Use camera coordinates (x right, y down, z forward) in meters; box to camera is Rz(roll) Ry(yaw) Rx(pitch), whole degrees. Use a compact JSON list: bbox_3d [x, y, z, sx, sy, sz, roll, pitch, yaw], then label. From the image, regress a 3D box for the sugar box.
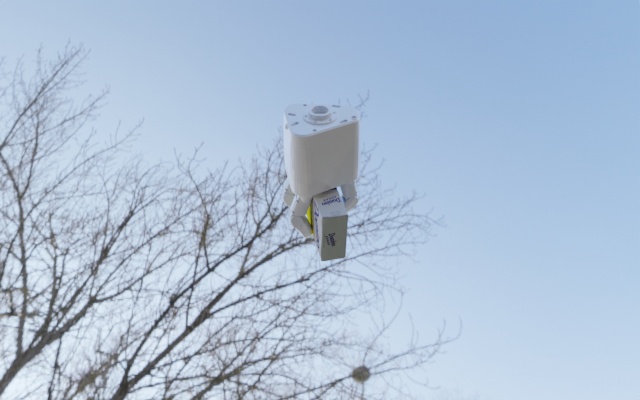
[{"bbox_3d":[0.000,0.002,0.769,0.048,0.093,0.176,-7,41,-9],"label":"sugar box"}]
